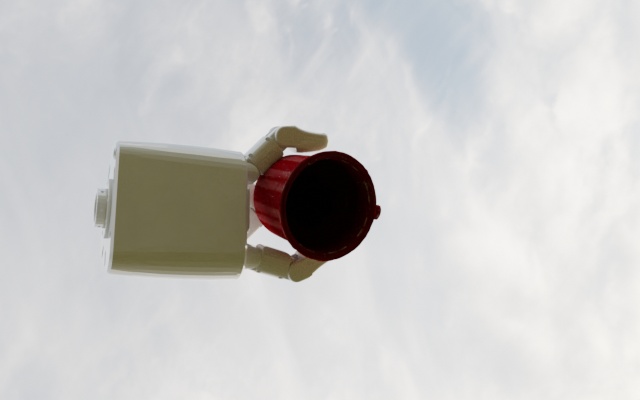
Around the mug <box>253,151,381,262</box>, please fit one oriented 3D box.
[{"bbox_3d":[0.001,0.001,0.438,0.117,0.093,0.081,6,4,-29],"label":"mug"}]
